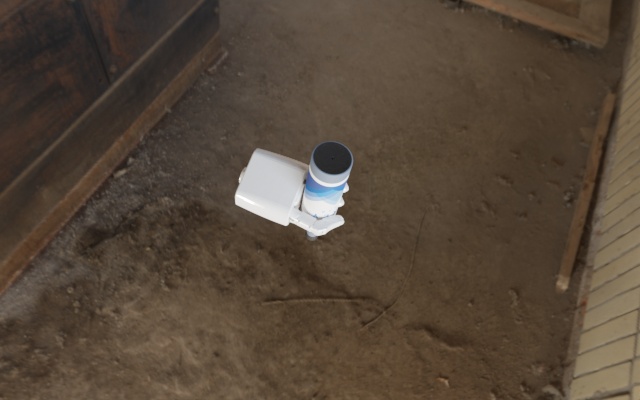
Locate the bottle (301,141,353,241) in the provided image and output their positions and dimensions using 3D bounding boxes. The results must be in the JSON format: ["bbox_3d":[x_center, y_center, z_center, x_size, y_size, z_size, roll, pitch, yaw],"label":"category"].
[{"bbox_3d":[0.000,0.003,0.881,0.069,0.069,0.296,0,-28,-8],"label":"bottle"}]
